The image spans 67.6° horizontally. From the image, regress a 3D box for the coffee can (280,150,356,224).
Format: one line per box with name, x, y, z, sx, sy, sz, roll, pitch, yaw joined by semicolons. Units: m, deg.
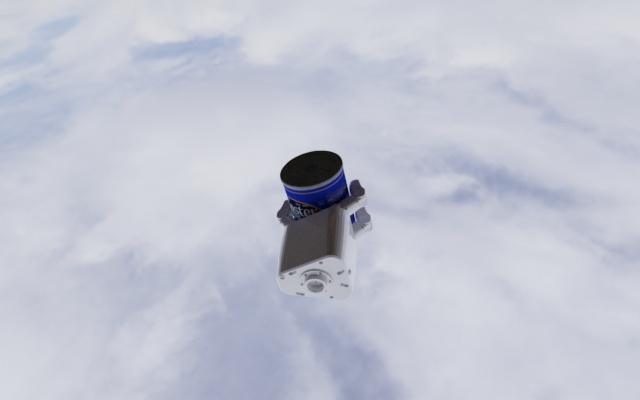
coffee can;0.000;0.002;0.794;0.103;0.140;0.102;-10;36;8
